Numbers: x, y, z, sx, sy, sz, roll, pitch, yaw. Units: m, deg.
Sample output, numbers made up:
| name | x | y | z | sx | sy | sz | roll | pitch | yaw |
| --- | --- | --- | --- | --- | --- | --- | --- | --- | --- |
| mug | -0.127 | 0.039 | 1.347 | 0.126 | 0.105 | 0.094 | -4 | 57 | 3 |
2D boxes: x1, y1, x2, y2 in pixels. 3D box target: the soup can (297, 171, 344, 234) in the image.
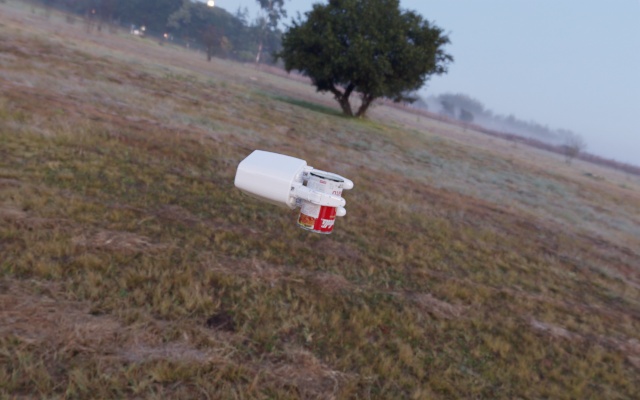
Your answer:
| name | x | y | z | sx | sy | sz | roll | pitch | yaw |
| --- | --- | --- | --- | --- | --- | --- | --- | --- | --- |
| soup can | 0.001 | 0.003 | 0.890 | 0.068 | 0.102 | 0.068 | 14 | 9 | -2 |
